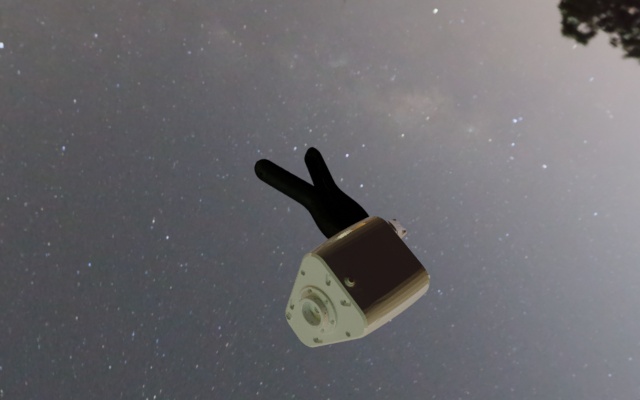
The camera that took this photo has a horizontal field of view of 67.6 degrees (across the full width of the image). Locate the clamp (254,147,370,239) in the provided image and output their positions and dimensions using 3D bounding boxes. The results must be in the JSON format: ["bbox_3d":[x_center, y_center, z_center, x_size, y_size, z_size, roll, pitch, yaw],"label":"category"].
[{"bbox_3d":[0.000,0.002,0.566,0.120,0.171,0.039,-15,-32,-45],"label":"clamp"}]
